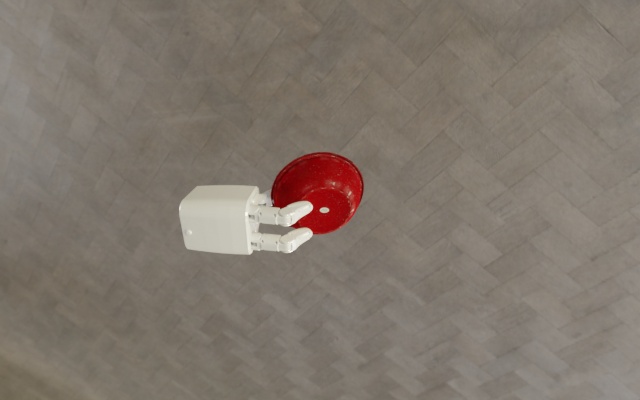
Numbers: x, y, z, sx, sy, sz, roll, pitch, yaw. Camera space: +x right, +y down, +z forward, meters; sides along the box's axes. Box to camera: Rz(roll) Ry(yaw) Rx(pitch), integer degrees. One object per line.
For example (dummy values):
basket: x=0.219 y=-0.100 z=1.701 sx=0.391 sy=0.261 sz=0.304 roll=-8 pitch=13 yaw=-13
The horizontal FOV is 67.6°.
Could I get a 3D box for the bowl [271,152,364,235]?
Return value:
bowl: x=0.001 y=0.002 z=0.792 sx=0.162 sy=0.162 sz=0.055 roll=0 pitch=35 yaw=-13
